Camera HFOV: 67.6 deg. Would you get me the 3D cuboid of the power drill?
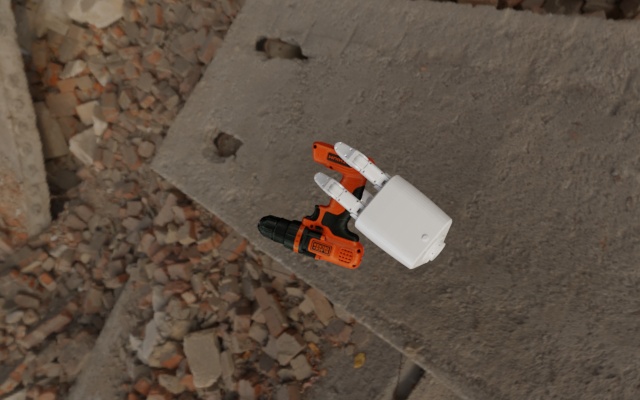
[{"bbox_3d":[0.000,0.002,0.783,0.184,0.188,0.057,18,13,8],"label":"power drill"}]
